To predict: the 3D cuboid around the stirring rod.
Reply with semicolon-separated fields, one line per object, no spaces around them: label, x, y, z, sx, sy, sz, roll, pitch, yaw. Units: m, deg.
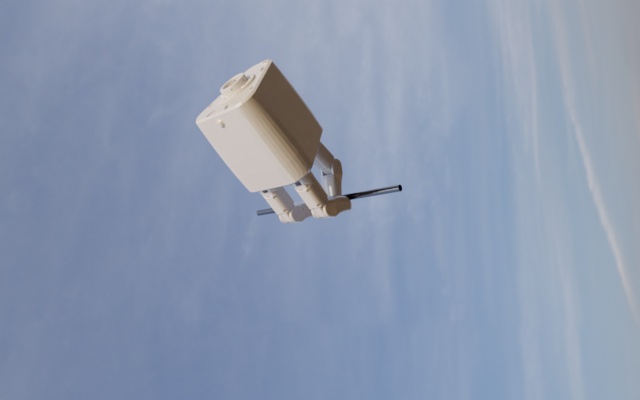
stirring rod;0.000;0.002;0.618;0.239;0.011;0.011;-10;-7;40
